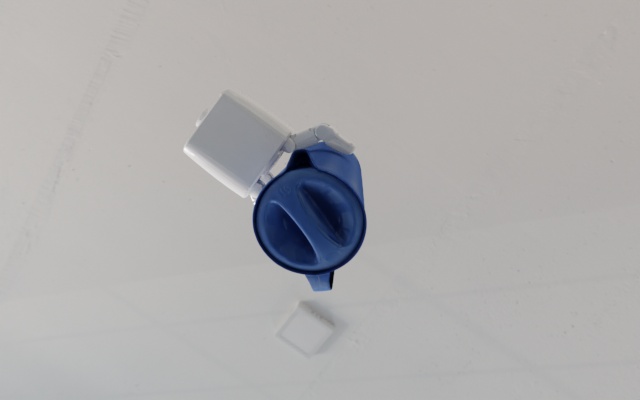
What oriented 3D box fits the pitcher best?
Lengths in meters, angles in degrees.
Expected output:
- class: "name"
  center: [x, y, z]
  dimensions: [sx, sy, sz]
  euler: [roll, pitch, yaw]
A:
- class: "pitcher"
  center: [0.000, 0.002, 0.660]
  dimensions: [0.145, 0.149, 0.242]
  euler: [36, 18, -5]
